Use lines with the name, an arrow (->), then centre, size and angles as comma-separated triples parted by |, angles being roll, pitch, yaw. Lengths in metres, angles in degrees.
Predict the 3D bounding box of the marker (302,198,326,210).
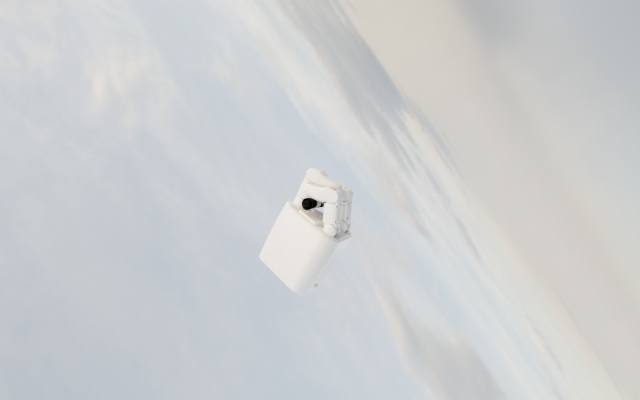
marker -> 0.000, 0.002, 0.765 | 0.020, 0.020, 0.121 | 0, 3, 21
